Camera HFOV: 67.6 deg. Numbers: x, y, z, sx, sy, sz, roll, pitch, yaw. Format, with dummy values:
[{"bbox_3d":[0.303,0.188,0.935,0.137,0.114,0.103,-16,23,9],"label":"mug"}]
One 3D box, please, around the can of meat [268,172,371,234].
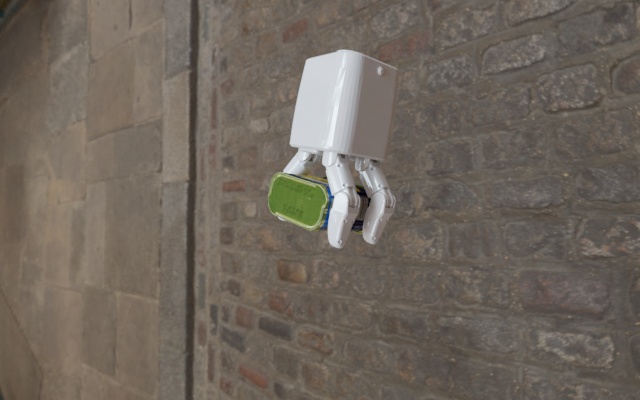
[{"bbox_3d":[0.000,0.002,0.560,0.084,0.057,0.102,5,10,-45],"label":"can of meat"}]
